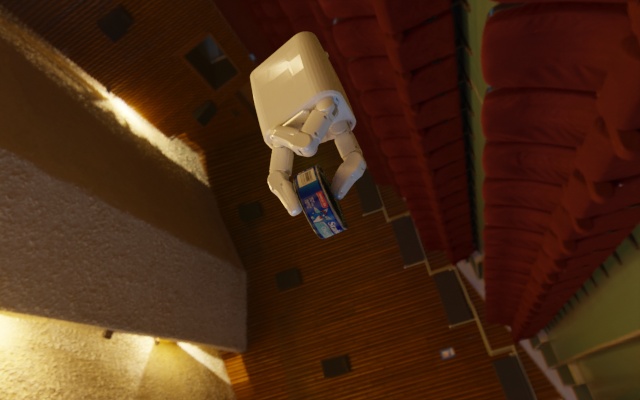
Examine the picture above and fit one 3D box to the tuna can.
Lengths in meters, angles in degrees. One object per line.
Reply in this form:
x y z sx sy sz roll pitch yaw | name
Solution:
0.000 0.002 0.571 0.034 0.086 0.086 -25 -4 8 | tuna can
